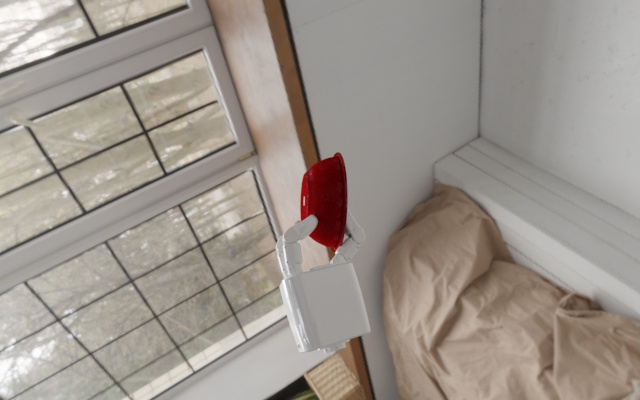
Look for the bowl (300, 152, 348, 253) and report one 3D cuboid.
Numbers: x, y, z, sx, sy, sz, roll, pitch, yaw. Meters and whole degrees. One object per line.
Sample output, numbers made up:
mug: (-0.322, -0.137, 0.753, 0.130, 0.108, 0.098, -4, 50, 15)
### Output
bowl: (0.000, 0.001, 0.763, 0.055, 0.162, 0.162, 2, 0, -9)
